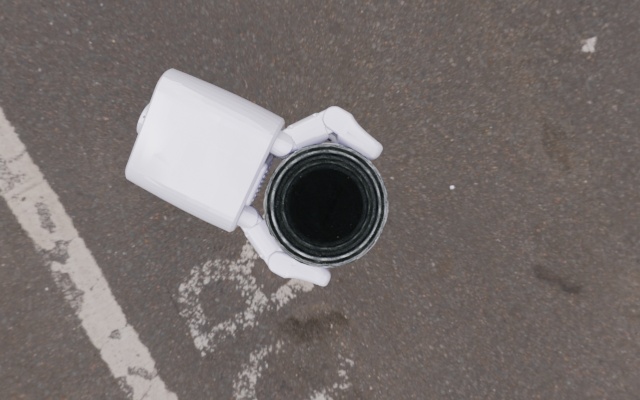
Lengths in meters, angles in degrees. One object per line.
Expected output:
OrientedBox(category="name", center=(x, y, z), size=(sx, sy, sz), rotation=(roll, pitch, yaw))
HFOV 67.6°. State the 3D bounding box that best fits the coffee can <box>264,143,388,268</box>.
OrientedBox(category="coffee can", center=(0.000, 0.002, 0.456), size=(0.103, 0.103, 0.140), rotation=(0, 2, -4))
